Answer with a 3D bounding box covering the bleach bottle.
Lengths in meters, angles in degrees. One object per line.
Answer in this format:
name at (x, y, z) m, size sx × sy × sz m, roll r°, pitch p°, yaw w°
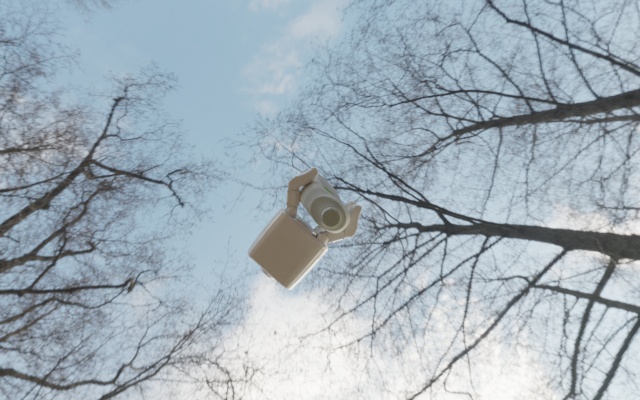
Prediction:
bleach bottle at (0.000, 0.003, 0.867) m, size 0.102 × 0.068 × 0.251 m, roll 41°, pitch 4°, yaw -9°
